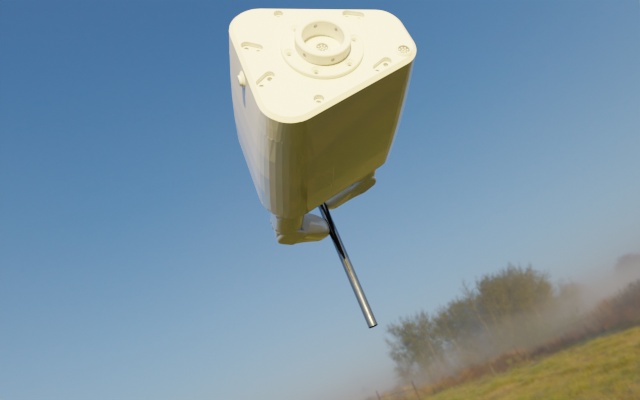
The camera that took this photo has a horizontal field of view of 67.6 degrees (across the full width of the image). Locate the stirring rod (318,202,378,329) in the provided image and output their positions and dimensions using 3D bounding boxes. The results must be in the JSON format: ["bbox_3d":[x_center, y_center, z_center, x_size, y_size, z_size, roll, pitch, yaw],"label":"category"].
[{"bbox_3d":[0.000,0.001,0.434,0.011,0.239,0.011,-18,-27,-10],"label":"stirring rod"}]
